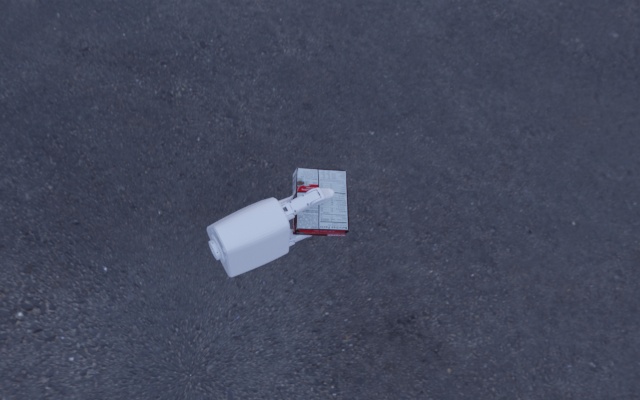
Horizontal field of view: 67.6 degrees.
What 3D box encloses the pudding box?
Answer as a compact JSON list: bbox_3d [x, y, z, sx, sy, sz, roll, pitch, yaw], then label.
[{"bbox_3d":[0.000,0.003,0.798,0.090,0.113,0.039,3,-19,-11],"label":"pudding box"}]
